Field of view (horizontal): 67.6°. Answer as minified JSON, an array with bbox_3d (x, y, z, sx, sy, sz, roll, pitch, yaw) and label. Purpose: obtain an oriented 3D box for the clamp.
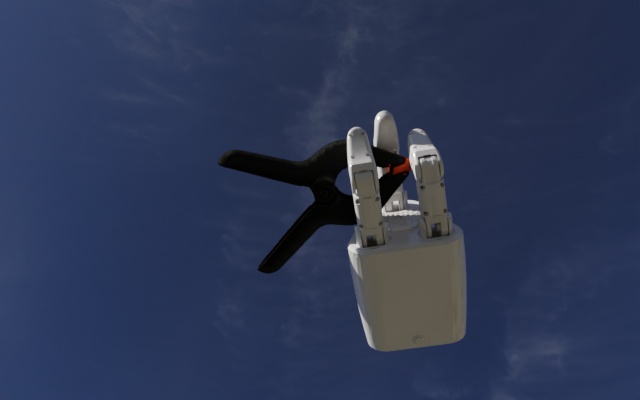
[{"bbox_3d":[0.000,0.001,0.441,0.171,0.120,0.039,-8,18,5],"label":"clamp"}]
